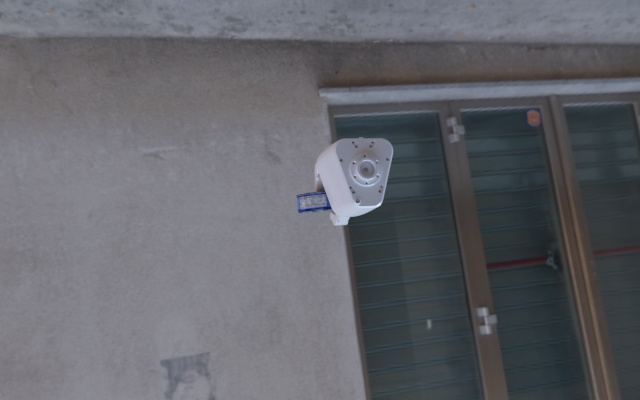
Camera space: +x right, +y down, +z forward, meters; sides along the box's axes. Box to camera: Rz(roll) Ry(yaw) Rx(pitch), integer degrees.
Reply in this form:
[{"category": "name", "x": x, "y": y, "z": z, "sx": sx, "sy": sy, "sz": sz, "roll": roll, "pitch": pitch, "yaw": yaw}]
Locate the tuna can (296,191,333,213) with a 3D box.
[{"category": "tuna can", "x": 0.000, "y": 0.003, "z": 0.866, "sx": 0.086, "sy": 0.034, "sz": 0.086, "roll": -6, "pitch": -3, "yaw": 0}]
